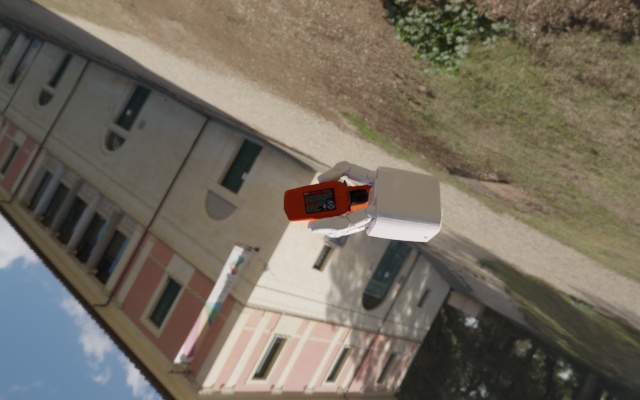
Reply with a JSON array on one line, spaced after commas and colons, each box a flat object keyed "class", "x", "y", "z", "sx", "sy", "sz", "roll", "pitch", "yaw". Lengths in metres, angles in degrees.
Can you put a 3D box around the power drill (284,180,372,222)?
[{"class": "power drill", "x": 0.000, "y": 0.003, "z": 0.840, "sx": 0.184, "sy": 0.057, "sz": 0.187, "roll": -11, "pitch": -1, "yaw": 15}]
